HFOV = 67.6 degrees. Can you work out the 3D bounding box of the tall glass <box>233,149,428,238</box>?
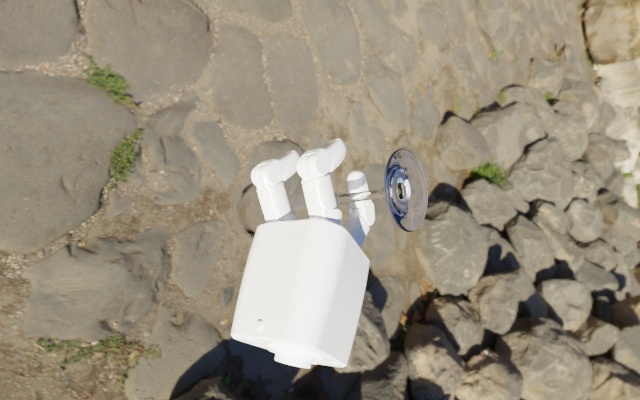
[{"bbox_3d":[0.001,0.001,0.482,0.201,0.079,0.079,-7,-5,39],"label":"tall glass"}]
